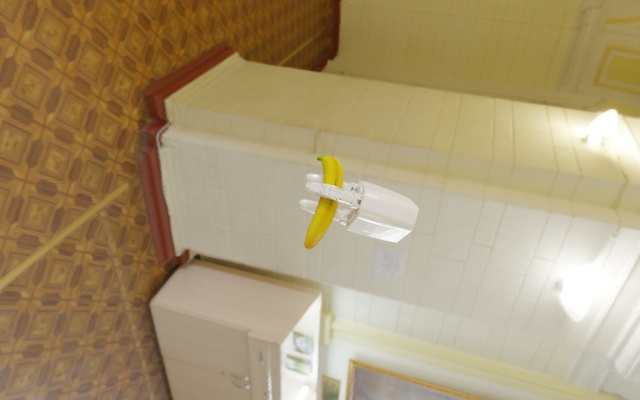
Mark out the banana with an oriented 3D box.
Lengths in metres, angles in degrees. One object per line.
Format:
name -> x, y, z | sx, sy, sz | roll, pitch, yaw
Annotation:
banana -> 0.010, -0.006, 0.875 | 0.037, 0.197, 0.070 | 23, -30, -24
